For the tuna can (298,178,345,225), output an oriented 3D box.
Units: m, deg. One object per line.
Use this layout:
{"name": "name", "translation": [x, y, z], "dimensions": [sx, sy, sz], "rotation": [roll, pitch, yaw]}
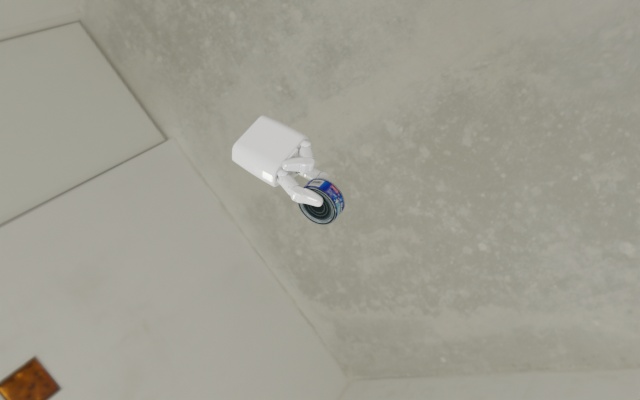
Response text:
{"name": "tuna can", "translation": [0.000, 0.003, 0.895], "dimensions": [0.086, 0.086, 0.033], "rotation": [0, 32, 35]}
